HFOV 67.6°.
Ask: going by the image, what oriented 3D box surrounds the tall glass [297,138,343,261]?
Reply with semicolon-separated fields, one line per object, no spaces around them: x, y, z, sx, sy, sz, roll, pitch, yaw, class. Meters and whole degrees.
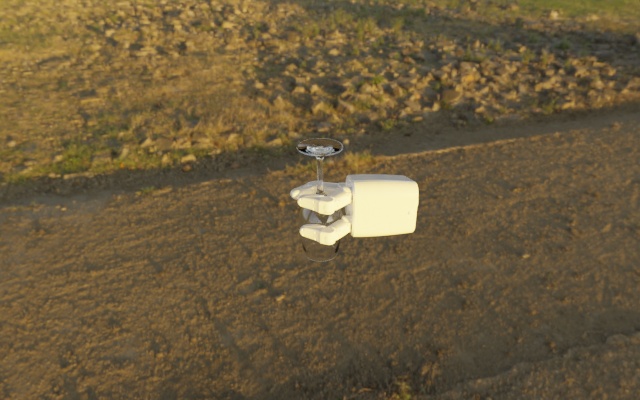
0.000;0.002;0.801;0.079;0.201;0.079;0;28;0;tall glass
